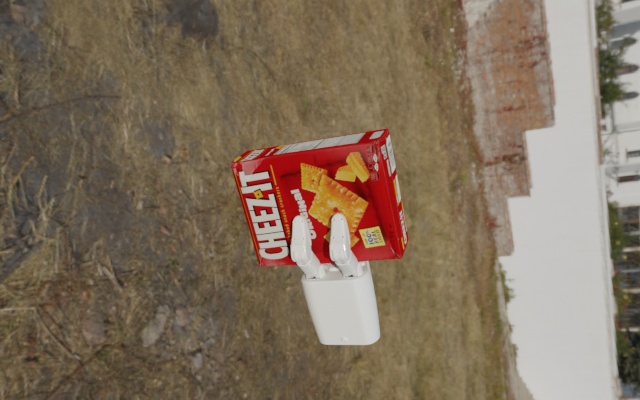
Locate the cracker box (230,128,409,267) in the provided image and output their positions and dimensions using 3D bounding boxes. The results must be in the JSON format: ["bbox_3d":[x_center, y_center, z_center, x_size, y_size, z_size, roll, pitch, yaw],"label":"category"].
[{"bbox_3d":[0.000,0.002,0.658,0.214,0.164,0.072,-6,18,21],"label":"cracker box"}]
